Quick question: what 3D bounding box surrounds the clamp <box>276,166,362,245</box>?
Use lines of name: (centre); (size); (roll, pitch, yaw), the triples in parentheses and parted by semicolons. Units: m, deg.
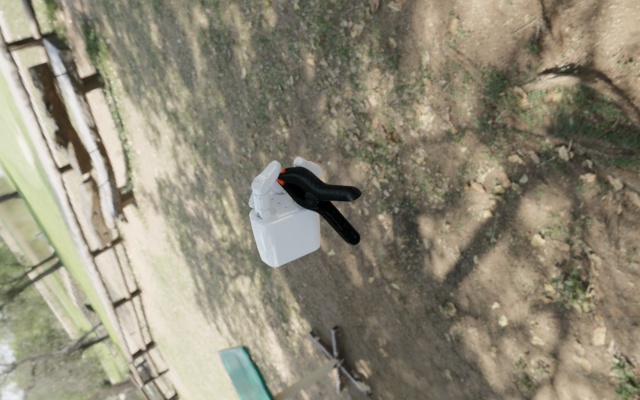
clamp: (0.000, 0.003, 0.759); (0.171, 0.120, 0.039); (28, 49, 37)
